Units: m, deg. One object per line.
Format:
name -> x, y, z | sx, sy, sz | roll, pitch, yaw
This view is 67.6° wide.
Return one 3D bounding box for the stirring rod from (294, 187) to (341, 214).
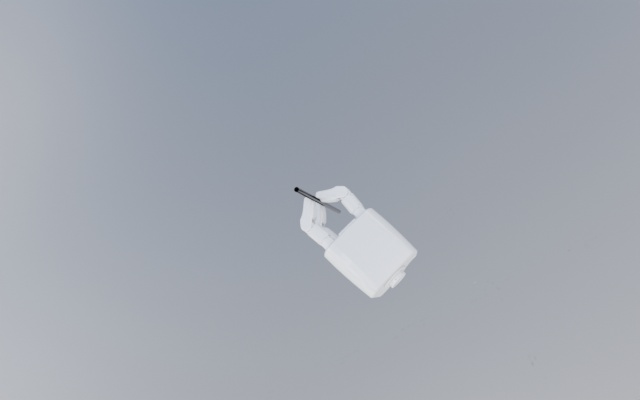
stirring rod -> 0.000, 0.003, 0.837 | 0.011, 0.011, 0.239 | 0, -9, 18
